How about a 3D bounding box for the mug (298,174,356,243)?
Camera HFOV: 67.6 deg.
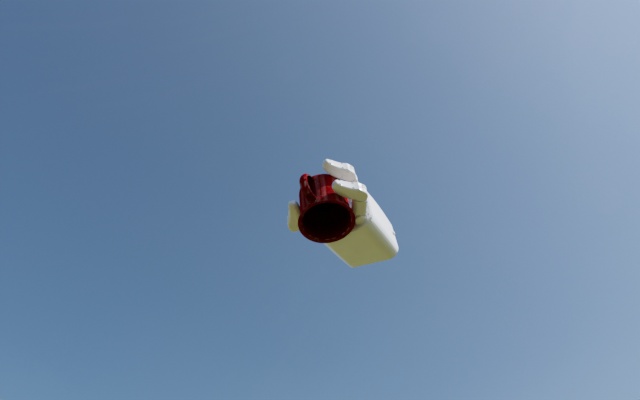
[{"bbox_3d":[-0.001,0.002,0.783,0.093,0.081,0.117,-29,-53,17],"label":"mug"}]
